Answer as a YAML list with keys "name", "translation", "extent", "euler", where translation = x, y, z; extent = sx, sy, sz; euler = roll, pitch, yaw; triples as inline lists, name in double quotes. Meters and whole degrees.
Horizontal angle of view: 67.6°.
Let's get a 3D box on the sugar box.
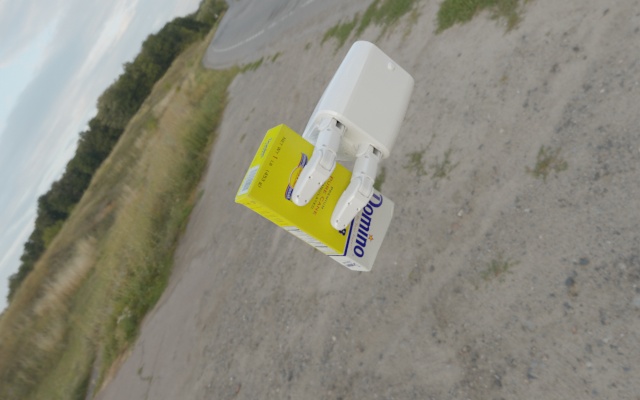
- name: "sugar box"
  translation: [0.000, 0.002, 0.542]
  extent: [0.176, 0.093, 0.048]
  euler: [32, -19, -23]
